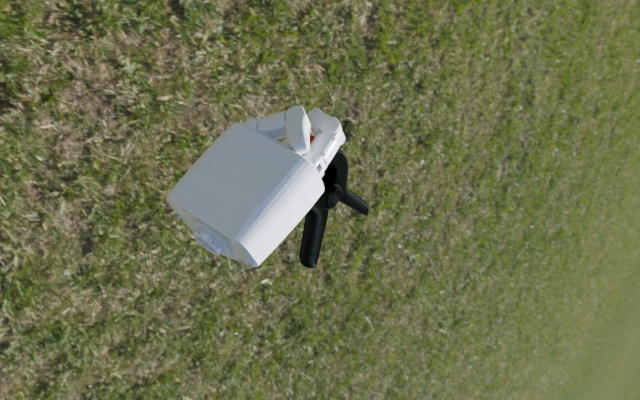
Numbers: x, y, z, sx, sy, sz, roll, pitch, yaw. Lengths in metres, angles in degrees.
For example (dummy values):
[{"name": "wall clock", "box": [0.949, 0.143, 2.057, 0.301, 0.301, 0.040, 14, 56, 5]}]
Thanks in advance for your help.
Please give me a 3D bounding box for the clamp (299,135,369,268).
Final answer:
[{"name": "clamp", "box": [0.001, 0.002, 0.561, 0.039, 0.120, 0.172, 20, -28, 36]}]
